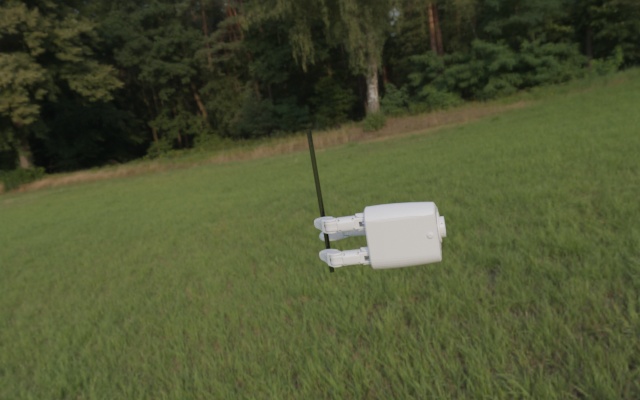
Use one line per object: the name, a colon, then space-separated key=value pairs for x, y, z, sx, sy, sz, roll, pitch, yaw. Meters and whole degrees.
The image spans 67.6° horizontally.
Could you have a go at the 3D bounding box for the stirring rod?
stirring rod: x=0.000 y=0.003 z=0.785 sx=0.011 sy=0.239 sz=0.011 roll=-9 pitch=8 yaw=1
